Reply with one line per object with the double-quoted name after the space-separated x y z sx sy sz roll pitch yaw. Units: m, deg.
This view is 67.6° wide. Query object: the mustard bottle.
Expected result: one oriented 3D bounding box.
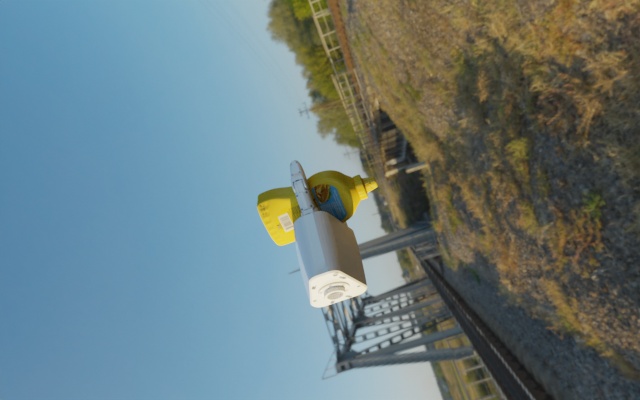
0.000 0.002 0.779 0.191 0.096 0.058 -20 29 7 "mustard bottle"
